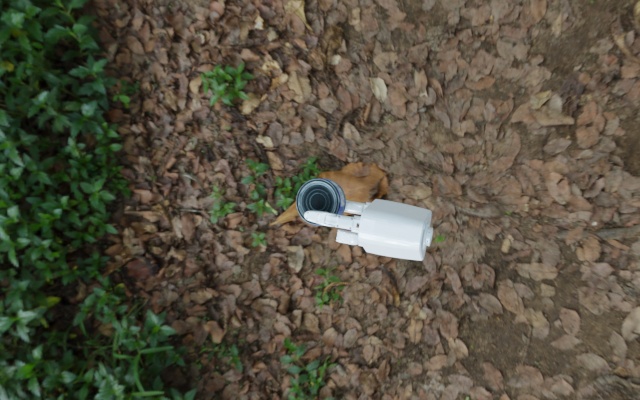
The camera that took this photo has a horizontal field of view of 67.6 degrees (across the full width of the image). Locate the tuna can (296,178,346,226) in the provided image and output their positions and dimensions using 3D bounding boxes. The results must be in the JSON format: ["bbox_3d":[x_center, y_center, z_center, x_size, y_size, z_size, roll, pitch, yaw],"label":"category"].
[{"bbox_3d":[0.000,0.003,0.855,0.086,0.086,0.034,0,0,21],"label":"tuna can"}]
